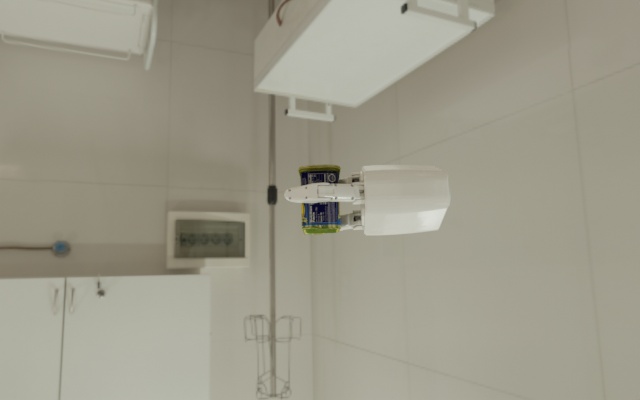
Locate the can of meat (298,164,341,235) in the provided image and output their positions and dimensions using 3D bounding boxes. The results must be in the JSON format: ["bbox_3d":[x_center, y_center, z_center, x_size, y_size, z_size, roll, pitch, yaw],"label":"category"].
[{"bbox_3d":[0.000,0.002,0.662,0.057,0.084,0.102,-2,-8,0],"label":"can of meat"}]
